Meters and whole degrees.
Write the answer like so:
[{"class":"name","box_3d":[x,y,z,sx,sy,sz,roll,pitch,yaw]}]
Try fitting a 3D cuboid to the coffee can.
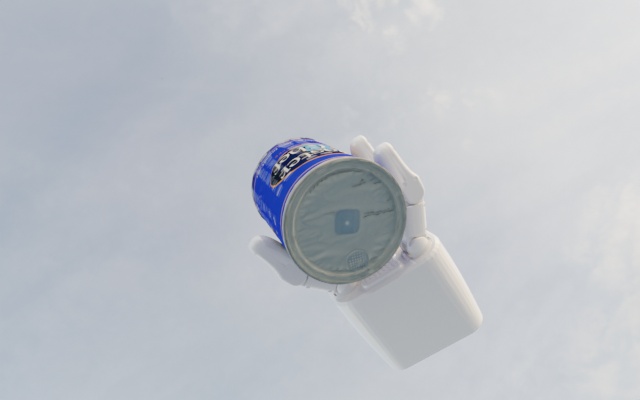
[{"class":"coffee can","box_3d":[0.000,0.001,0.433,0.103,0.103,0.140,0,14,-18]}]
